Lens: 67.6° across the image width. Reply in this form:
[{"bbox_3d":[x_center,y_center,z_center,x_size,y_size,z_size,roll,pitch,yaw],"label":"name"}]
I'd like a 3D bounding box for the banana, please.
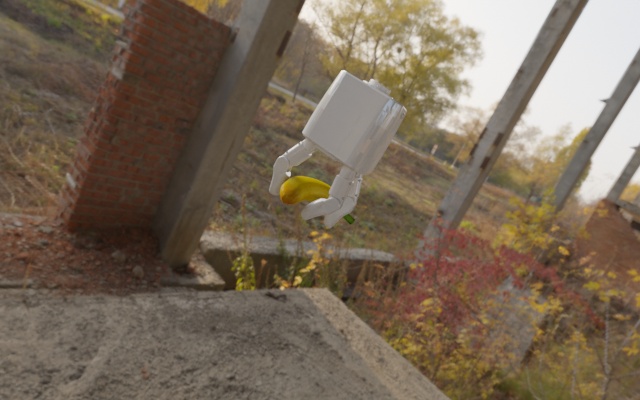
[{"bbox_3d":[-0.010,-0.008,0.730,0.069,0.037,0.198,44,15,31],"label":"banana"}]
